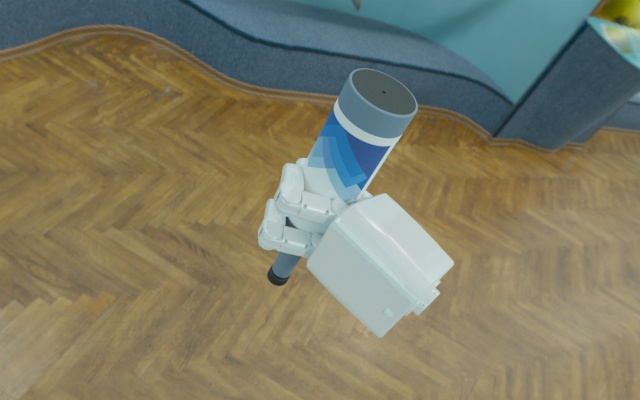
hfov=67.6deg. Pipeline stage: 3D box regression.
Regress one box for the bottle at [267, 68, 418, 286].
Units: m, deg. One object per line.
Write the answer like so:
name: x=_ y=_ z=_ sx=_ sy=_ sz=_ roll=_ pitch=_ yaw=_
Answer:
bottle: x=0.000 y=0.001 z=0.509 sx=0.069 sy=0.069 sz=0.296 roll=0 pitch=-41 yaw=-29
